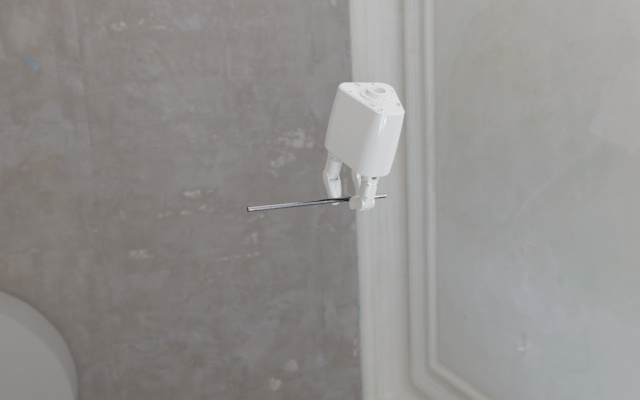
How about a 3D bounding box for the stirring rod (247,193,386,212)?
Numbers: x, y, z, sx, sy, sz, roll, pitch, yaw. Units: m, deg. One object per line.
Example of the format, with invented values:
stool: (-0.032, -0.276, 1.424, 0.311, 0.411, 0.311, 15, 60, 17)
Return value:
stirring rod: (0.000, 0.002, 0.771, 0.239, 0.011, 0.011, -6, 2, -23)
